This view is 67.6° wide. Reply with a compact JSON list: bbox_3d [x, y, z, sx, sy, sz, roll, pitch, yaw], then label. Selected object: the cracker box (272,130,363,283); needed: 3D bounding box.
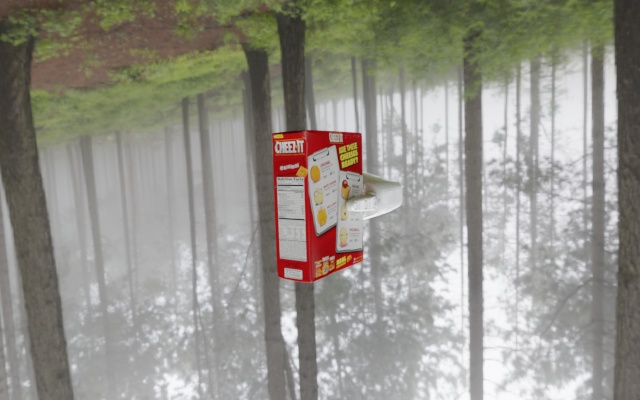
[{"bbox_3d":[0.000,0.003,0.735,0.072,0.214,0.164,1,6,32],"label":"cracker box"}]
